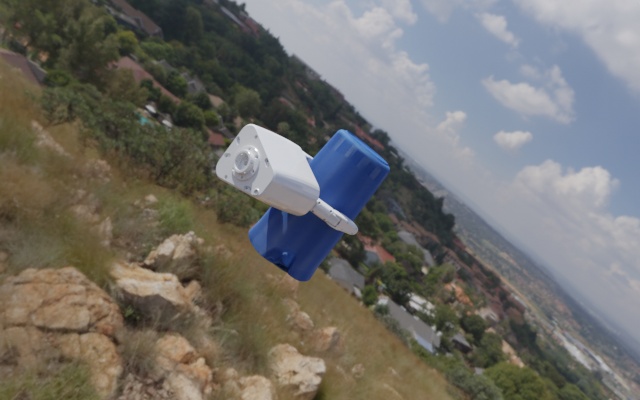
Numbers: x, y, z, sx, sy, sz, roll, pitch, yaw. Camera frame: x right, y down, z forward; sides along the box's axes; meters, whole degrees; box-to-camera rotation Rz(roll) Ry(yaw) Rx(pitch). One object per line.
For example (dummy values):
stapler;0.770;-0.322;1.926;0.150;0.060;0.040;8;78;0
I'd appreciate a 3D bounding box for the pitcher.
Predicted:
pitcher;0.000;0.003;0.807;0.149;0.243;0.145;47;14;34
